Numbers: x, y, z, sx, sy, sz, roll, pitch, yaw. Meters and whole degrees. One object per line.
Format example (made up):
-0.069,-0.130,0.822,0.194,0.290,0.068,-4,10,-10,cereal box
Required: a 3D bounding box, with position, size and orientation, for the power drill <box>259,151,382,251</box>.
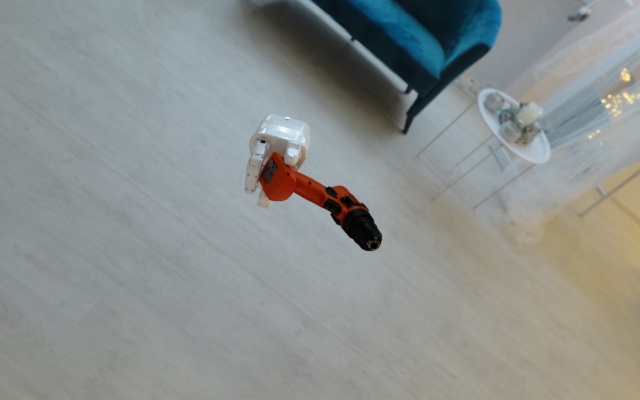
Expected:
0.000,0.002,0.762,0.188,0.057,0.184,28,12,-28,power drill
